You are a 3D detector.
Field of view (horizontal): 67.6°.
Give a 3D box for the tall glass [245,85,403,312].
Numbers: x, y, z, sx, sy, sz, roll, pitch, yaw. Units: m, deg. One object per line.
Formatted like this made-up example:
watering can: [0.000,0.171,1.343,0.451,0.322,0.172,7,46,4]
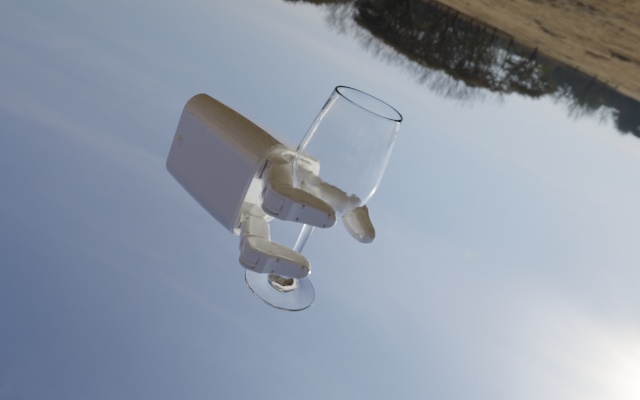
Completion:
tall glass: [0.000,0.002,0.431,0.079,0.201,0.079,22,25,-11]
